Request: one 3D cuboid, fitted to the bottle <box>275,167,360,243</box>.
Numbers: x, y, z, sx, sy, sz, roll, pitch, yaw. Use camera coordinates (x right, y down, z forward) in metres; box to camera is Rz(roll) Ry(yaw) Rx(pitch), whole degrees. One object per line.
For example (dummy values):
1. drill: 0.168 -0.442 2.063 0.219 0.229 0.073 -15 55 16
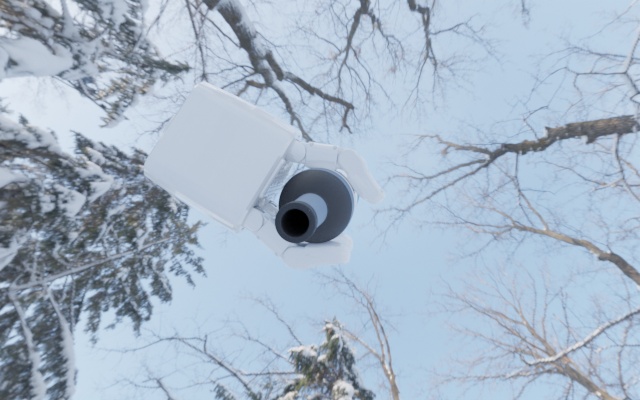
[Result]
1. bottle: 0.000 0.002 0.458 0.069 0.069 0.295 0 5 7
